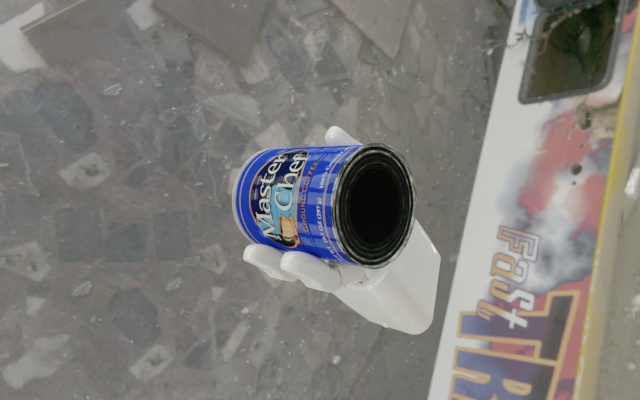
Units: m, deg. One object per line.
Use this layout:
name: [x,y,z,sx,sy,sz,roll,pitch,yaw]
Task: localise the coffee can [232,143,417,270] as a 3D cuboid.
coffee can: [0.000,0.001,0.435,0.103,0.103,0.140,0,3,-42]
